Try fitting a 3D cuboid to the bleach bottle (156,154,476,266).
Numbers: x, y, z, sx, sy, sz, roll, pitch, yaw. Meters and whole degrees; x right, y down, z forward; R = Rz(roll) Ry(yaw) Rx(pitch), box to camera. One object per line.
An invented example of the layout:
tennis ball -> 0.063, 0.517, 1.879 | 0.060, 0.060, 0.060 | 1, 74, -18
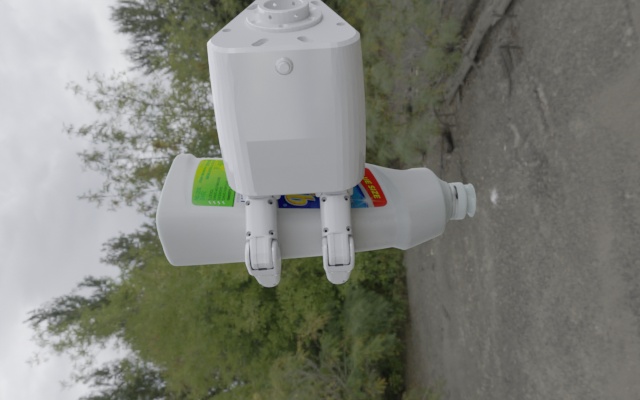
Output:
bleach bottle -> 0.000, 0.001, 0.405 | 0.251, 0.068, 0.102 | -3, 39, 0
